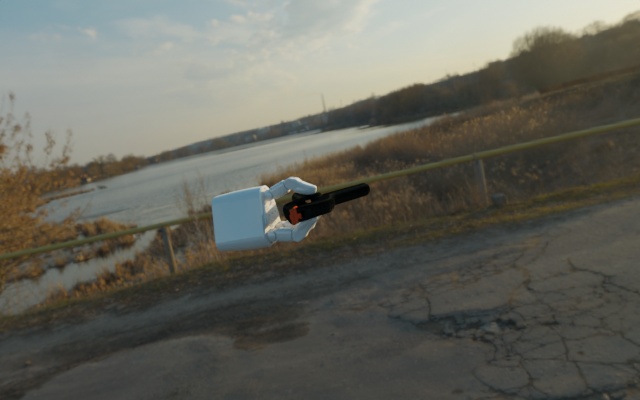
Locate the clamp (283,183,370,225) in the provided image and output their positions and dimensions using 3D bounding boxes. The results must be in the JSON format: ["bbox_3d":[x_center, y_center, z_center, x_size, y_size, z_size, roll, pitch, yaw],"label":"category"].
[{"bbox_3d":[0.000,0.002,0.876,0.164,0.036,0.210,-9,9,15],"label":"clamp"}]
